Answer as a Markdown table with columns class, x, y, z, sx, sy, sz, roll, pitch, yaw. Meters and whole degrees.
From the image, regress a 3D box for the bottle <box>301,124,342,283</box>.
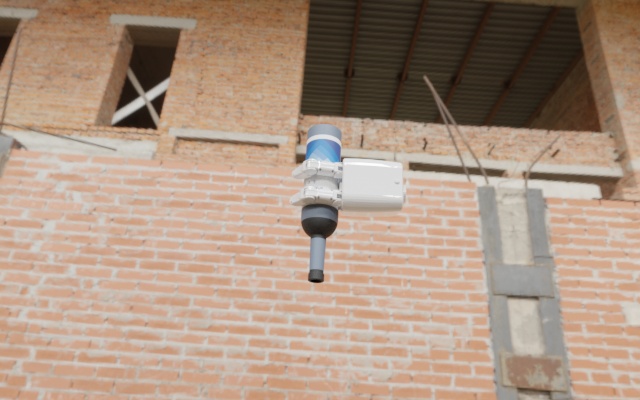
| class | x | y | z | sx | sy | sz | roll | pitch | yaw |
| --- | --- | --- | --- | --- | --- | --- | --- | --- | --- |
| bottle | 0.000 | 0.003 | 0.865 | 0.069 | 0.295 | 0.069 | 3 | -25 | 1 |
